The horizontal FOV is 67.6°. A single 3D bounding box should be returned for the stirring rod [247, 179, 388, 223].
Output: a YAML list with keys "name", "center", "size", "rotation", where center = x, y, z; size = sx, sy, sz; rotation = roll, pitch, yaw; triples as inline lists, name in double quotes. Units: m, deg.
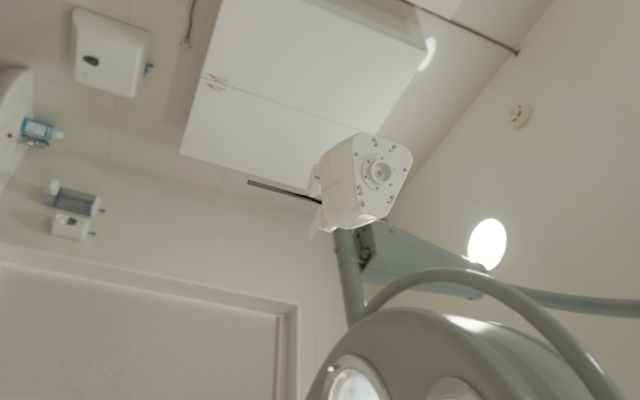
- name: "stirring rod"
  center: [0.000, 0.003, 0.763]
  size: [0.239, 0.011, 0.011]
  rotation: [16, -5, -18]
